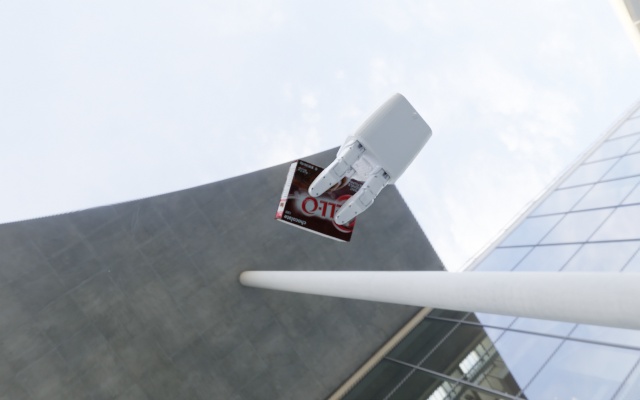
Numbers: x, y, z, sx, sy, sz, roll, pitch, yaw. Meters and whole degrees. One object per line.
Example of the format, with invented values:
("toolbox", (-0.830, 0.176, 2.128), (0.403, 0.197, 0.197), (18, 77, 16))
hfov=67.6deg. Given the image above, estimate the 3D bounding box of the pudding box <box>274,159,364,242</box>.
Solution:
("pudding box", (0.000, 0.002, 0.686), (0.113, 0.090, 0.039), (19, -11, -18))
